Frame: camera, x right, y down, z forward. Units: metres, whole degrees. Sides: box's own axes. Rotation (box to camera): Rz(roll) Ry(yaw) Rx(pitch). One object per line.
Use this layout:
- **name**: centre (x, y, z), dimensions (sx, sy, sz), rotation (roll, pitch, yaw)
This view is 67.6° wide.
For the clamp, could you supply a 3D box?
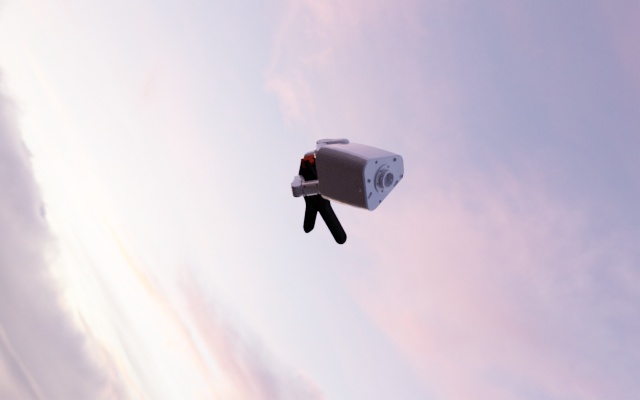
- **clamp**: centre (0.000, 0.002, 0.889), dimensions (0.120, 0.171, 0.039), rotation (19, 38, 41)
